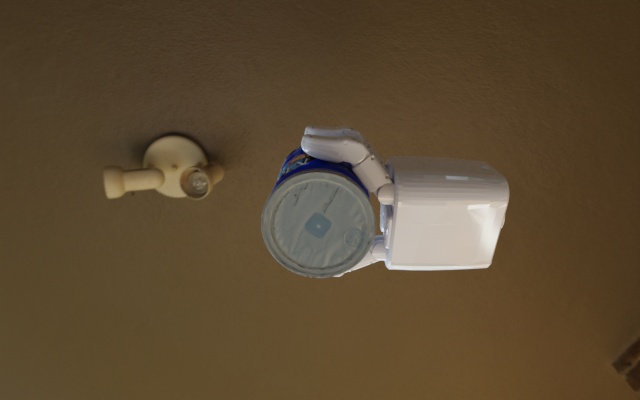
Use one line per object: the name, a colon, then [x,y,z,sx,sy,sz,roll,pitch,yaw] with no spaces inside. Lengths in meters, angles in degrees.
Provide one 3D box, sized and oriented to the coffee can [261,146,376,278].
coffee can: [0.000,0.002,0.490,0.103,0.103,0.140,0,18,2]
